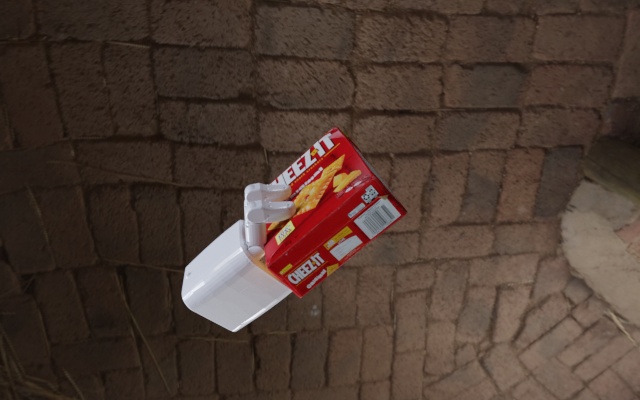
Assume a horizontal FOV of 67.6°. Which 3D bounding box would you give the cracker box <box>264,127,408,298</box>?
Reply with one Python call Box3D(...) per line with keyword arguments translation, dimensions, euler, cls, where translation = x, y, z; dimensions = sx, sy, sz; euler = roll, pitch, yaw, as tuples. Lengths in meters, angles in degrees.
Box3D(translation=(0.000, 0.002, 0.631), dimensions=(0.164, 0.072, 0.213), euler=(-40, 25, 8), cls="cracker box")
